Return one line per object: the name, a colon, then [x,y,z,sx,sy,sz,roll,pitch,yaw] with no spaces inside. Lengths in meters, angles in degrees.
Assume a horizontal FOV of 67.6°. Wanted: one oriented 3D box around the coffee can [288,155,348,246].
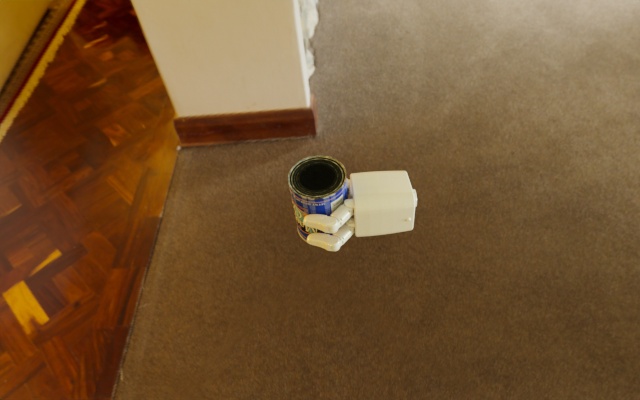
coffee can: [0.000,0.003,0.874,0.103,0.102,0.140,0,-40,7]
